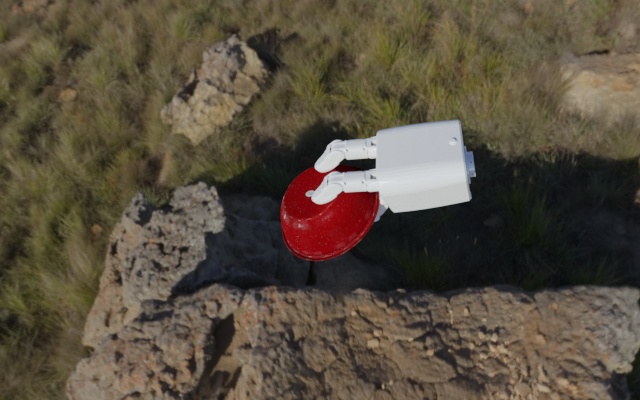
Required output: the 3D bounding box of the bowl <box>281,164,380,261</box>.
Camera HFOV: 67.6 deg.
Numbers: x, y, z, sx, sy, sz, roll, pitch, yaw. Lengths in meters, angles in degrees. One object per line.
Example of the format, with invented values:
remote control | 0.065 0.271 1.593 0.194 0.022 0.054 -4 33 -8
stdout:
bowl | -0.001 0.003 0.681 0.162 0.162 0.055 0 -32 35
